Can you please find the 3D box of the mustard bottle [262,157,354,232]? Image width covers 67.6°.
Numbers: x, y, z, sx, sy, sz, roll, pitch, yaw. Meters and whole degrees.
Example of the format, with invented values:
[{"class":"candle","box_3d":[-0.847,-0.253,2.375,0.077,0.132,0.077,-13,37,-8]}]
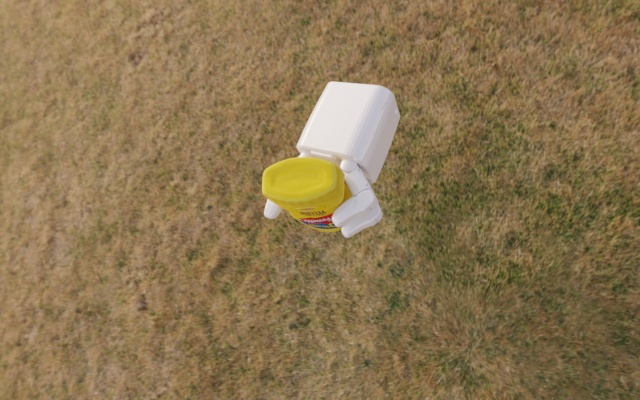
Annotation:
[{"class":"mustard bottle","box_3d":[0.000,0.002,0.642,0.096,0.058,0.192,-5,-18,16]}]
